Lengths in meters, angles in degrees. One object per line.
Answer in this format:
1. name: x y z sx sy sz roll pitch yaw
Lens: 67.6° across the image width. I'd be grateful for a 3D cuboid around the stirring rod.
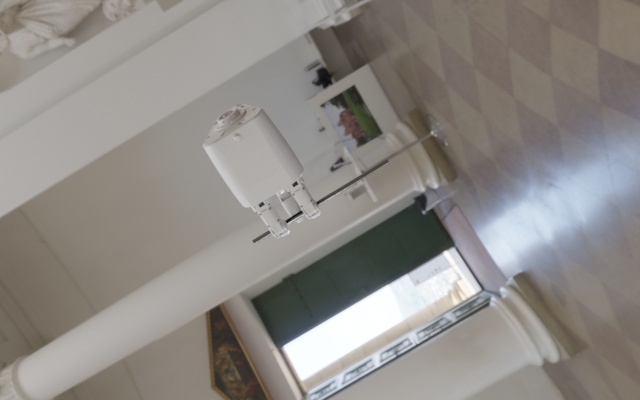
1. stirring rod: 0.000 0.002 0.730 0.239 0.011 0.011 -31 -1 2
